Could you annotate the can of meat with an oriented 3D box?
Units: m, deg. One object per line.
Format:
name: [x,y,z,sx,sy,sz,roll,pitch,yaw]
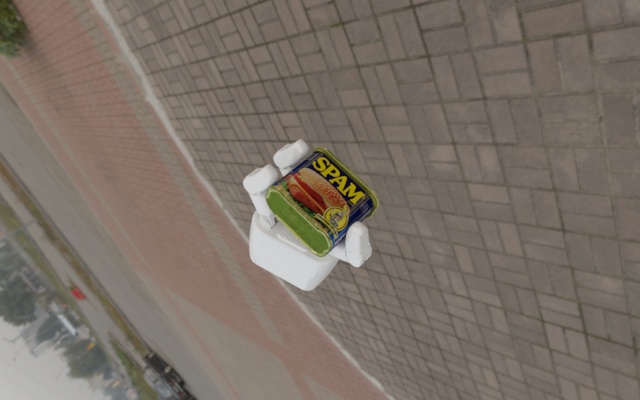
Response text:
can of meat: [0.000,0.002,0.542,0.084,0.102,0.057,-40,-12,-29]
